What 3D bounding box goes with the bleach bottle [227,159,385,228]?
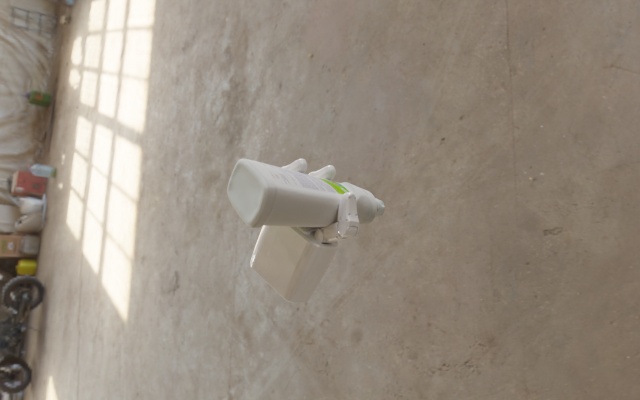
[{"bbox_3d":[0.000,0.002,0.680,0.251,0.068,0.102,9,24,-39],"label":"bleach bottle"}]
